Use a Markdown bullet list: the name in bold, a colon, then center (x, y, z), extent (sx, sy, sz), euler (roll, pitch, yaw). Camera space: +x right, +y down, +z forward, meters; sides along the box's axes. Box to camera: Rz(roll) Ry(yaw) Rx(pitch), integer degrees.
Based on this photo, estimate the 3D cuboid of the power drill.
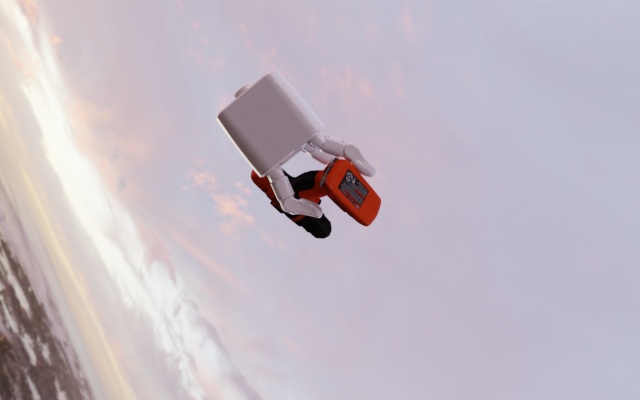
- **power drill**: center (0.000, 0.002, 0.743), extent (0.187, 0.057, 0.184), euler (-4, -39, 48)
